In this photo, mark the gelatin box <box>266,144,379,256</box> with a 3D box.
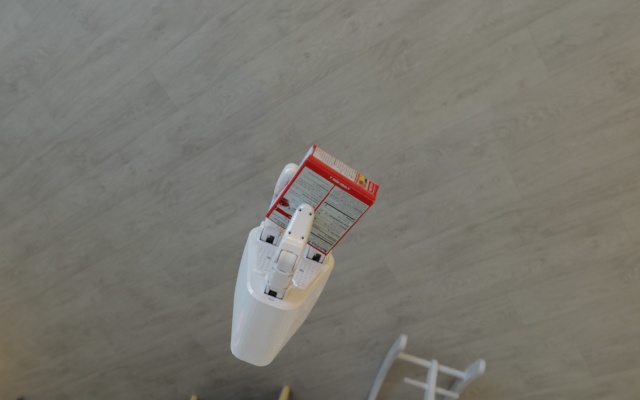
[{"bbox_3d":[0.000,0.002,0.452,0.073,0.089,0.030,32,38,-8],"label":"gelatin box"}]
